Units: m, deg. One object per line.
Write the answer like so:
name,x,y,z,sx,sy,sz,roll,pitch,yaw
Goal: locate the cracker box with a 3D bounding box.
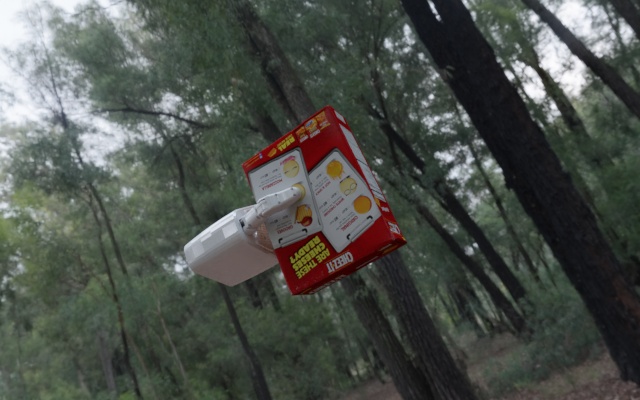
cracker box,0.000,0.002,0.674,0.164,0.213,0.072,-32,-21,20
